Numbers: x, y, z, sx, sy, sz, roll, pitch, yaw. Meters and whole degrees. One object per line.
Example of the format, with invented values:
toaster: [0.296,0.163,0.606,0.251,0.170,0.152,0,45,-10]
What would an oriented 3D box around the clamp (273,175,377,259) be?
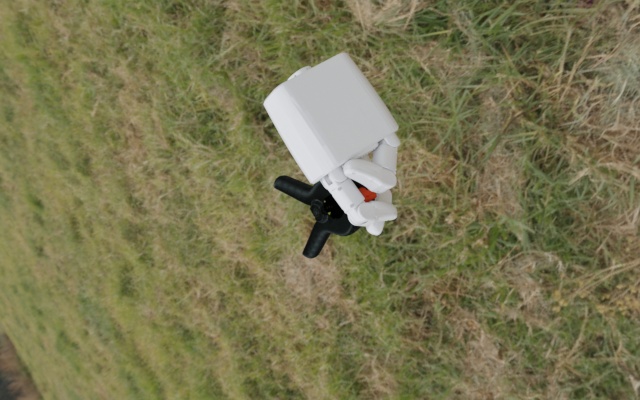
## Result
clamp: [0.000,0.002,0.601,0.039,0.120,0.171,-33,0,-39]
